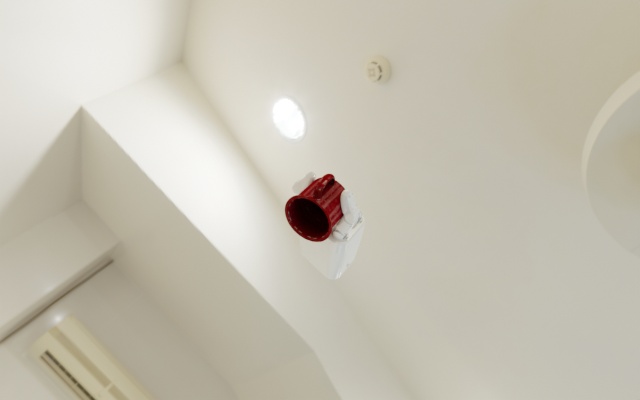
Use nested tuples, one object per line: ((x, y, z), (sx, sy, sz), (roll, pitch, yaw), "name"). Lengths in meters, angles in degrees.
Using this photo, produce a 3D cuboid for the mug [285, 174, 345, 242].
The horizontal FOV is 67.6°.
((0.000, 0.001, 0.822), (0.093, 0.117, 0.081), (26, 42, 18), "mug")
